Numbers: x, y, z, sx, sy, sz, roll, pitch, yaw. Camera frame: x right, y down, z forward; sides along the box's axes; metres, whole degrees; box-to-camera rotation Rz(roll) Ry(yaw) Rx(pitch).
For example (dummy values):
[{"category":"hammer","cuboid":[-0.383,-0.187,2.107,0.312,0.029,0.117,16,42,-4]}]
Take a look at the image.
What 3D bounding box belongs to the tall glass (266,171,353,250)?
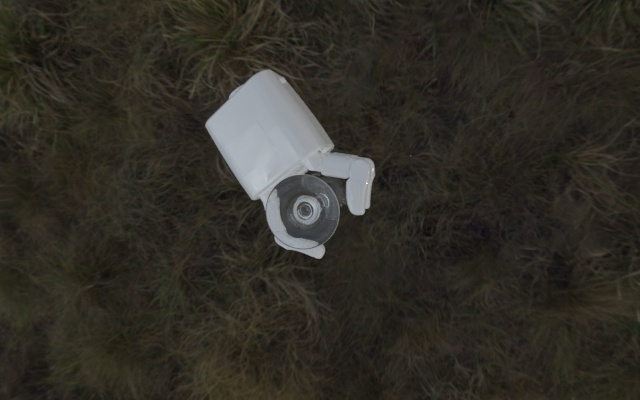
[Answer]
[{"category":"tall glass","cuboid":[0.000,0.002,0.562,0.079,0.079,0.201,0,5,11]}]
